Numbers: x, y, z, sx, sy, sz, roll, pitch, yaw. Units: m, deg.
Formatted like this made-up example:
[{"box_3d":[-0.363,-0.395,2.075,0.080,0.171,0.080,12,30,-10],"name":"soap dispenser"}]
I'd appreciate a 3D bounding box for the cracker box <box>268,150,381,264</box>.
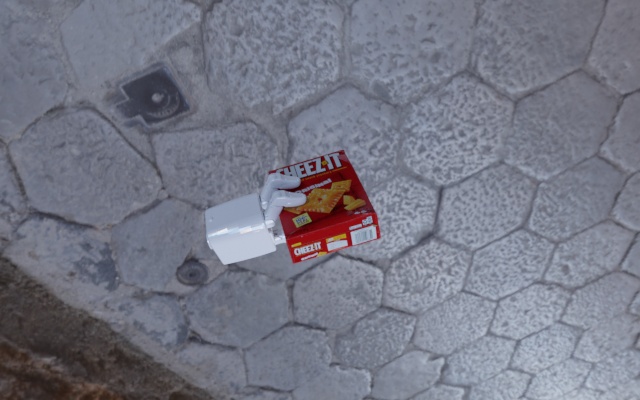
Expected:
[{"box_3d":[0.000,0.003,0.896,0.164,0.072,0.213,-16,40,-4],"name":"cracker box"}]
